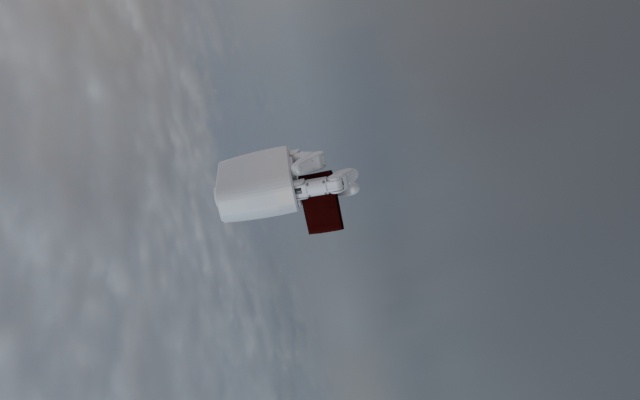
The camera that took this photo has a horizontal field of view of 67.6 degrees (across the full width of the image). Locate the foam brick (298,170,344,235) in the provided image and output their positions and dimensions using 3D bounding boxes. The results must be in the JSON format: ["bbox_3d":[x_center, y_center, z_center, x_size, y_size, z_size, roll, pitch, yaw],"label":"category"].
[{"bbox_3d":[0.000,0.003,0.688,0.051,0.078,0.053,-12,18,0],"label":"foam brick"}]
